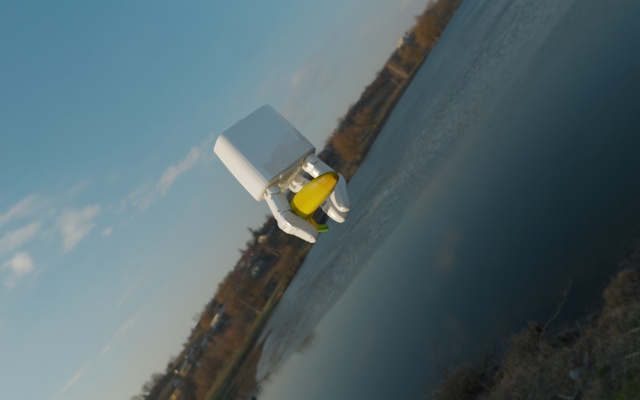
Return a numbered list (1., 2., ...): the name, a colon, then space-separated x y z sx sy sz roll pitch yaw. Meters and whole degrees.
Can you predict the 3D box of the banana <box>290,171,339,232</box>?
1. banana: -0.016 0.012 0.704 0.069 0.037 0.198 -26 -18 -15
